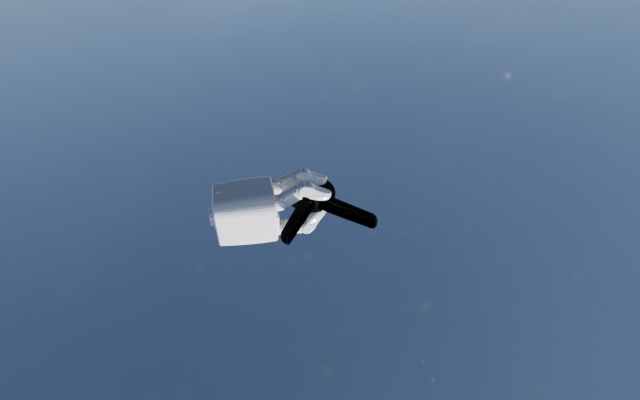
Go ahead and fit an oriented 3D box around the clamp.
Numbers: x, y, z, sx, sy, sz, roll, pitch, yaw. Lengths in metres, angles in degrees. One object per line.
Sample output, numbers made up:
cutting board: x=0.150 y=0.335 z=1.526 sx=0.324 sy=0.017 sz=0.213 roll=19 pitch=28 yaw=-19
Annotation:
clamp: x=0.000 y=0.003 z=0.850 sx=0.164 sy=0.036 sz=0.209 roll=-5 pitch=32 yaw=-10
